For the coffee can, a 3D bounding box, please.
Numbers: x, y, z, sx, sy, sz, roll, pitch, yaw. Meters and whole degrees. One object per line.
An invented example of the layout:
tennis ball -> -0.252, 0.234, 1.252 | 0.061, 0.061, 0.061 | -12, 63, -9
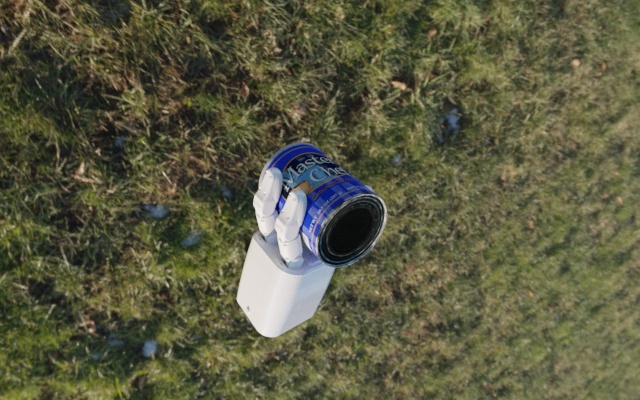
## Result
coffee can -> 0.000, 0.002, 0.600 | 0.103, 0.103, 0.140 | 0, 30, -39
